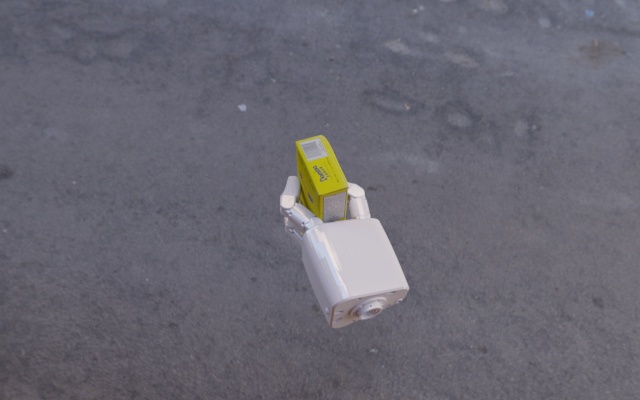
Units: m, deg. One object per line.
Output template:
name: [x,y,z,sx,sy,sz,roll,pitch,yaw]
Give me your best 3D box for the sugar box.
sugar box: [0.000,0.002,0.665,0.048,0.093,0.176,-15,-33,-13]
